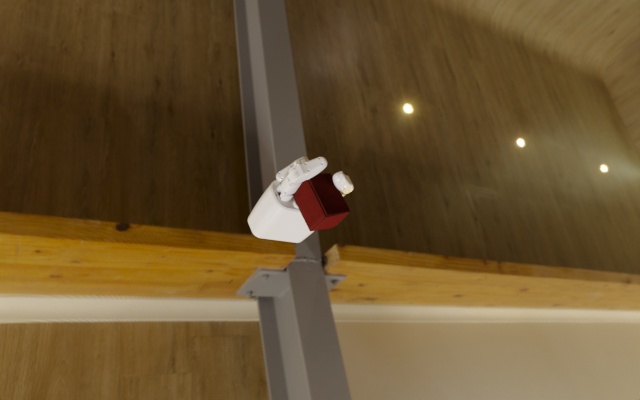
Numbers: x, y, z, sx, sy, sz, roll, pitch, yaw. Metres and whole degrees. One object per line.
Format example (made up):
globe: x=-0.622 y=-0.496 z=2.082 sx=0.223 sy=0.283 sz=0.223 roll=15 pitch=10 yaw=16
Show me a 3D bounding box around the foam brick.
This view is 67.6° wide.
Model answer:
foam brick: x=0.000 y=0.003 z=0.757 sx=0.053 sy=0.078 sz=0.051 roll=-7 pitch=-29 yaw=-40
